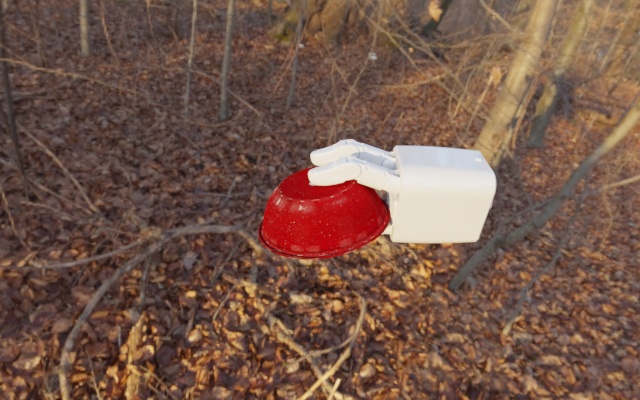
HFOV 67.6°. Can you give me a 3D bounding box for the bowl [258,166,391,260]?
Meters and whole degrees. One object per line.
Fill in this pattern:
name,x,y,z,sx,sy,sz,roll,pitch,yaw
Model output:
bowl,-0.001,0.002,0.565,0.162,0.055,0.162,-8,27,4
